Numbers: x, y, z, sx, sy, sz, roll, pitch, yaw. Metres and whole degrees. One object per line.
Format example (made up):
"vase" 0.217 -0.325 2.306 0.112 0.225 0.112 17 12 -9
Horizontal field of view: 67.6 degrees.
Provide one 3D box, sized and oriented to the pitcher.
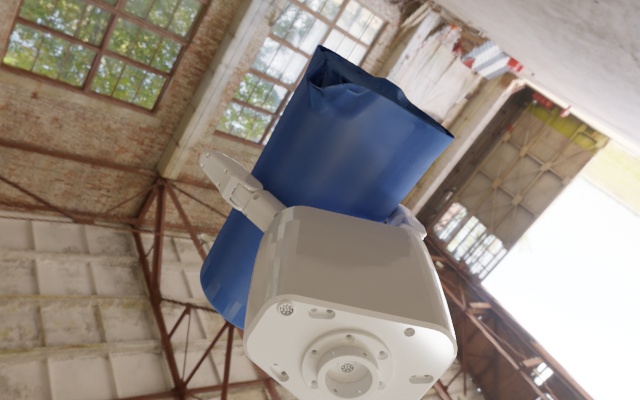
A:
"pitcher" 0.000 0.001 0.431 0.149 0.243 0.145 30 20 -13
